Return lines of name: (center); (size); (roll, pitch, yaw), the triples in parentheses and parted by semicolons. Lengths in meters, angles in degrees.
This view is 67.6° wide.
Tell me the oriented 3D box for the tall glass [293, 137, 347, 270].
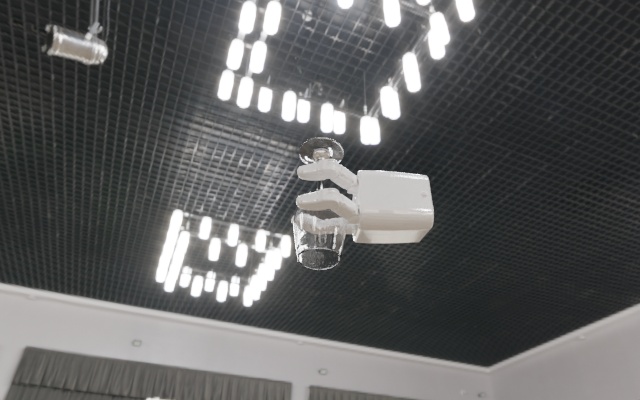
tall glass: (0.000, 0.002, 0.723); (0.079, 0.200, 0.079); (1, -36, 1)
